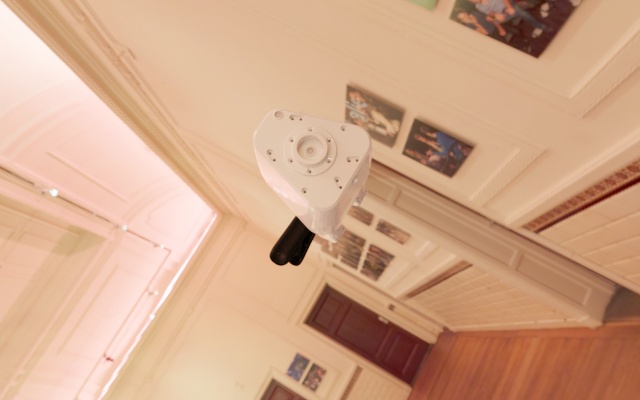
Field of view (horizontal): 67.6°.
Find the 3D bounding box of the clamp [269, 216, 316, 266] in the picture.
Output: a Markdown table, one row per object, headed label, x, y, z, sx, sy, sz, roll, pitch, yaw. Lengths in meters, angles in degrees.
| label | x | y | z | sx | sy | sz | roll | pitch | yaw |
| --- | --- | --- | --- | --- | --- | --- | --- | --- | --- |
| clamp | 0.000 | 0.001 | 0.642 | 0.036 | 0.210 | 0.164 | 29 | -12 | 6 |
